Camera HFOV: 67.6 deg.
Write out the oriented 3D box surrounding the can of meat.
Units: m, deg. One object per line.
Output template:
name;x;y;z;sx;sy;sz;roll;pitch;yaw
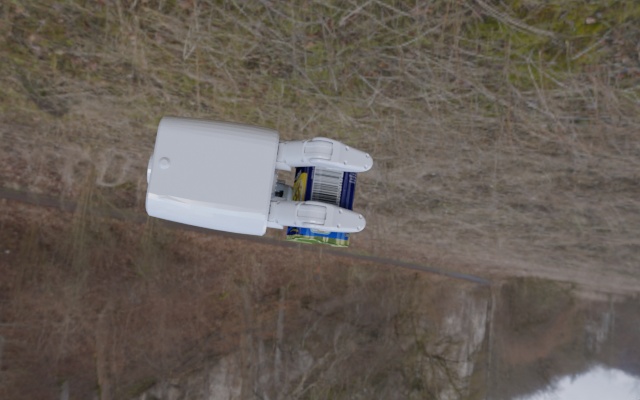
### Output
can of meat;0.000;0.002;0.477;0.057;0.084;0.102;9;-6;-10
